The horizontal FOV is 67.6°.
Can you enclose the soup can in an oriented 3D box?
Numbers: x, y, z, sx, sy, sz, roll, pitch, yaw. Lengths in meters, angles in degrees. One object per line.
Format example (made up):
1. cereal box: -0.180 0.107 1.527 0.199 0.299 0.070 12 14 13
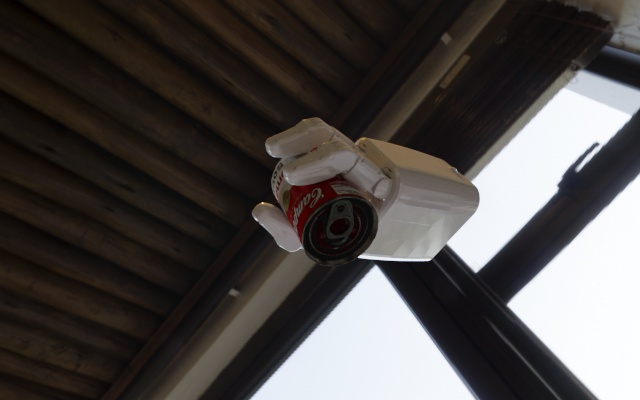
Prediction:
1. soup can: -0.001 0.001 0.430 0.068 0.068 0.102 0 30 -23
